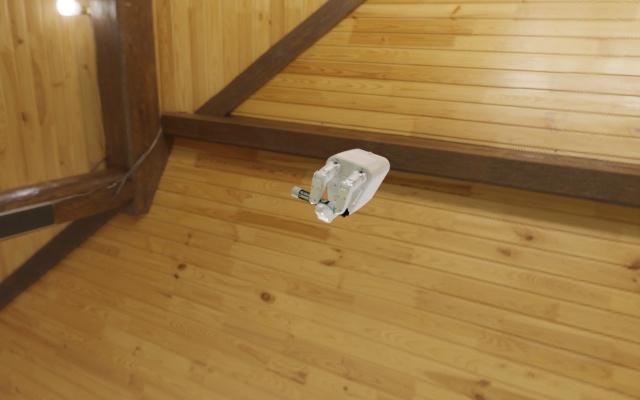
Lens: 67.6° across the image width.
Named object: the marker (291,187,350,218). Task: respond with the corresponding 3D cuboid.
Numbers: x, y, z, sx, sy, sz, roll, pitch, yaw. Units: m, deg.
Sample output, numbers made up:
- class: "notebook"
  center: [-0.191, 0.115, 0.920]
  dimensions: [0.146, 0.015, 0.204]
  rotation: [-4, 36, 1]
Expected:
- class: "marker"
  center: [0.000, 0.003, 0.894]
  dimensions: [0.121, 0.020, 0.020]
  rotation: [22, 9, 23]
